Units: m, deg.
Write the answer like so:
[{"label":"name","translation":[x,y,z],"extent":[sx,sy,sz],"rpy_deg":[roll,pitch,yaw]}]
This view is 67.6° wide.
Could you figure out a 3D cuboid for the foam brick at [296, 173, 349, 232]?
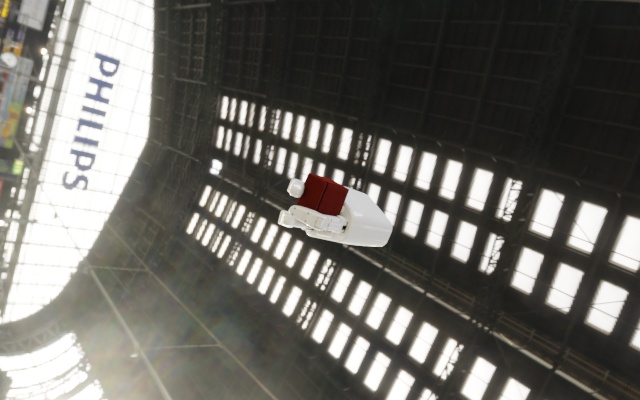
[{"label":"foam brick","translation":[0.000,0.002,0.769],"extent":[0.051,0.078,0.053],"rpy_deg":[13,14,-41]}]
